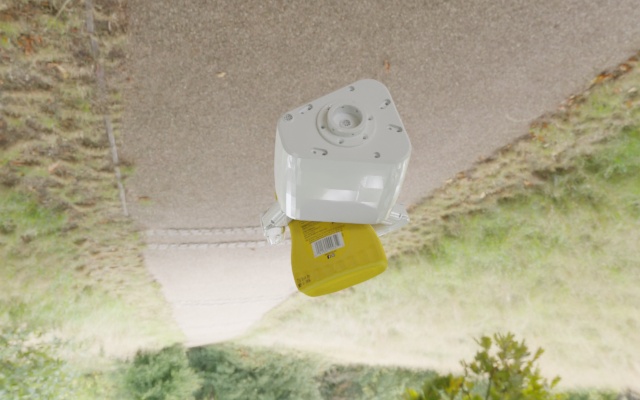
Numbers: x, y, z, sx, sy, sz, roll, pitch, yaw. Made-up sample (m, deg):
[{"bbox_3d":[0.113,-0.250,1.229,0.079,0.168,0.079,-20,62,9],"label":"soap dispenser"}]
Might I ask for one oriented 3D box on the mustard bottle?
[{"bbox_3d":[0.000,0.002,0.527,0.096,0.191,0.058,-23,-27,12],"label":"mustard bottle"}]
